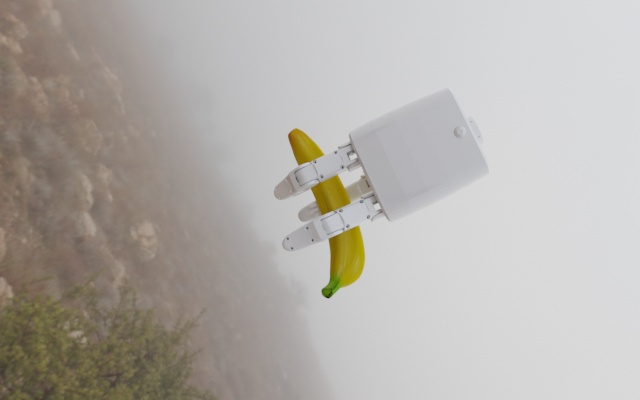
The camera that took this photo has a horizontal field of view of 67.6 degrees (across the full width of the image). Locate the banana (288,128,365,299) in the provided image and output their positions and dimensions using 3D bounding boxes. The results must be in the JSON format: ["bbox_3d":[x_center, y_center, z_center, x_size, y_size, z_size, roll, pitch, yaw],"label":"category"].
[{"bbox_3d":[0.011,0.010,0.514,0.037,0.197,0.070,-28,-30,23],"label":"banana"}]
